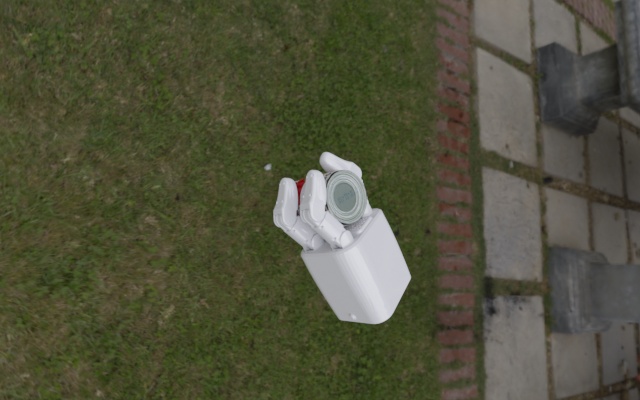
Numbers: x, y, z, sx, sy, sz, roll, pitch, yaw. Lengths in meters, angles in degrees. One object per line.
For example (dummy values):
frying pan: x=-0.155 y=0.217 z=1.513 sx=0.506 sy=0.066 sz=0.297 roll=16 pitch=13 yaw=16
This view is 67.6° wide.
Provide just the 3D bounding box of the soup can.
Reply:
soup can: x=0.000 y=0.001 z=0.601 sx=0.068 sy=0.068 sz=0.102 roll=0 pitch=-7 yaw=-38
